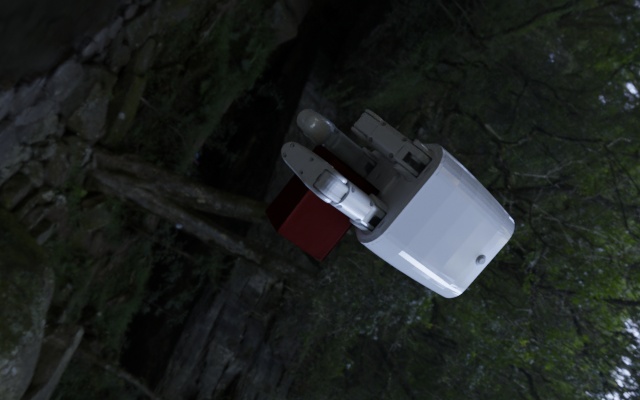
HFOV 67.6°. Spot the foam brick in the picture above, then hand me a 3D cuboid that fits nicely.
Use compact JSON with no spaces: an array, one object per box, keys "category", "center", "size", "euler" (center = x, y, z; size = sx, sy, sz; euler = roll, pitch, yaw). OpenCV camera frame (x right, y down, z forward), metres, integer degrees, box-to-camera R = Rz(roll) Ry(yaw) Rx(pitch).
[{"category":"foam brick","center":[0.000,0.001,0.402],"size":[0.051,0.078,0.053],"euler":[37,6,-24]}]
